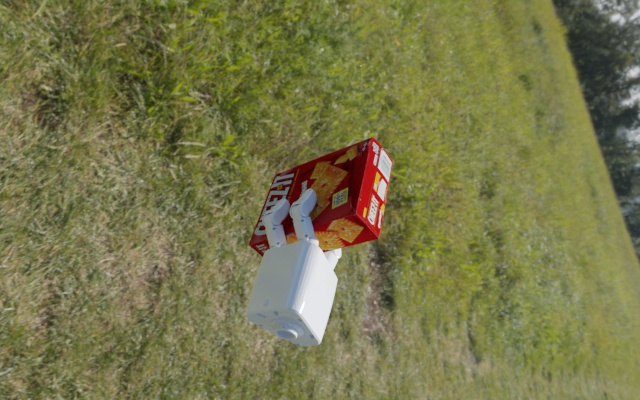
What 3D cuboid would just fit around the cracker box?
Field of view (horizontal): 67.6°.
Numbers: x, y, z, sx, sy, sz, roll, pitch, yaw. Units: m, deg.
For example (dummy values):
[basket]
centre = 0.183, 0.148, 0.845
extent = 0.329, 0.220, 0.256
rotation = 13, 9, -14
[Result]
[cracker box]
centre = 0.000, 0.003, 0.766
extent = 0.214, 0.164, 0.072
rotation = -17, -50, 35
